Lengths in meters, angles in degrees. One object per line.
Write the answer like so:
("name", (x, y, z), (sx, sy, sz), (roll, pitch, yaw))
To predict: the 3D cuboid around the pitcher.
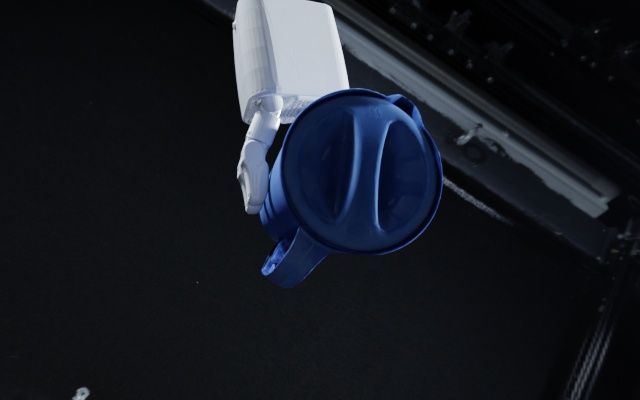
("pitcher", (0.000, 0.001, 0.476), (0.149, 0.145, 0.243), (-10, -6, -16))
